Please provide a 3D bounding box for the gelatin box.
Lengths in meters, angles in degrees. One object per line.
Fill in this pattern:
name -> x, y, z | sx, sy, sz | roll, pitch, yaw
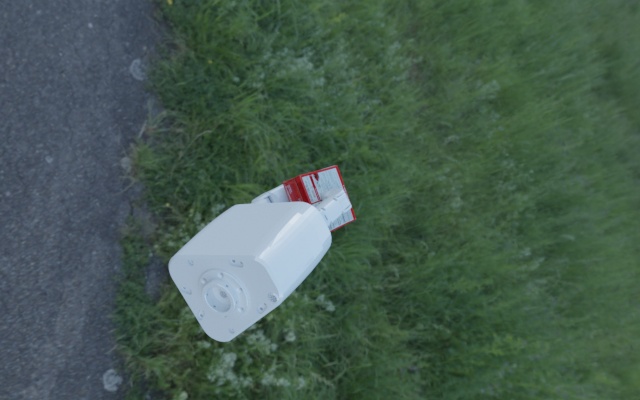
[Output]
gelatin box -> 0.001, 0.002, 0.569 | 0.030, 0.073, 0.089 | -20, 1, 34
